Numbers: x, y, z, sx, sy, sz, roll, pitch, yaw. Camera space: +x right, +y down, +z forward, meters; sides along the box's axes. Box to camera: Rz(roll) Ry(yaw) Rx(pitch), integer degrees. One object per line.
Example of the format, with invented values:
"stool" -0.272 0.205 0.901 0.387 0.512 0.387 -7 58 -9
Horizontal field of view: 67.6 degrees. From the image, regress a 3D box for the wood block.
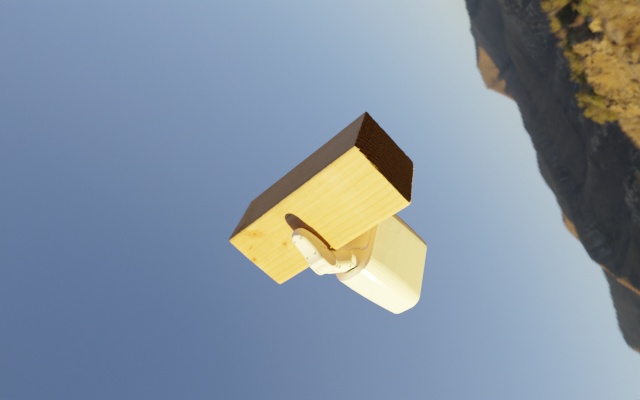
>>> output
"wood block" 0.000 0.002 0.568 0.206 0.090 0.090 -36 20 30
